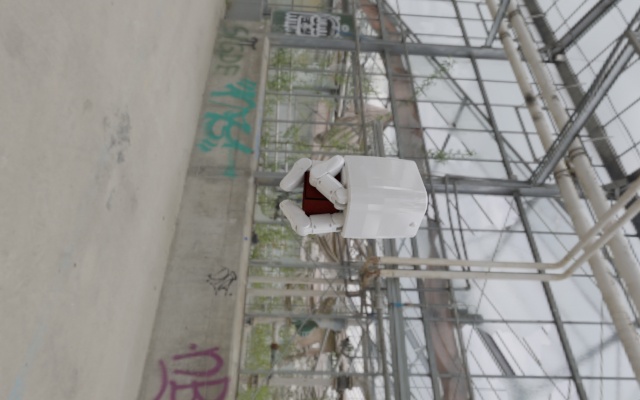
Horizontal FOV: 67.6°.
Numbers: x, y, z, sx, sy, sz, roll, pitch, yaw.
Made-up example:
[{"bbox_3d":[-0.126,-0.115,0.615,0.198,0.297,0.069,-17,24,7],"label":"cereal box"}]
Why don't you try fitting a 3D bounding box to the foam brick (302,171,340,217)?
[{"bbox_3d":[0.000,0.002,0.693,0.051,0.053,0.078,2,-37,-4],"label":"foam brick"}]
